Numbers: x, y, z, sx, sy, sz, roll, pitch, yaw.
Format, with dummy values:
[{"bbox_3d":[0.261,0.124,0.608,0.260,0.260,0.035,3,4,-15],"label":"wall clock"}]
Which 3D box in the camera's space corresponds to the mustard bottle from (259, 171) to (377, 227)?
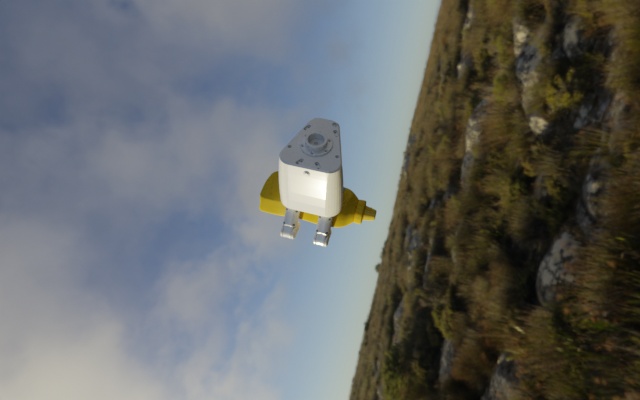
[{"bbox_3d":[0.000,0.003,0.811,0.191,0.058,0.096,13,30,9],"label":"mustard bottle"}]
